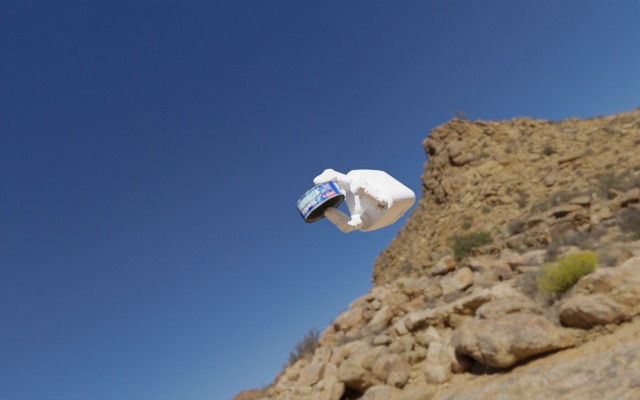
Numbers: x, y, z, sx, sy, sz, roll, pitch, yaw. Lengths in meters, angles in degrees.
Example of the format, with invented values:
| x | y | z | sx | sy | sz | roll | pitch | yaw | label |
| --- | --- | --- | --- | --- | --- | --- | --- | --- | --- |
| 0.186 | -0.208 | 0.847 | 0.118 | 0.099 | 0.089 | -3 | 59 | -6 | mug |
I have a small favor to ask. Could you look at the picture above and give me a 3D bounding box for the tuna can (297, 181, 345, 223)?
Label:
| x | y | z | sx | sy | sz | roll | pitch | yaw | label |
| --- | --- | --- | --- | --- | --- | --- | --- | --- | --- |
| 0.000 | 0.002 | 0.855 | 0.086 | 0.033 | 0.086 | -31 | -17 | -11 | tuna can |
